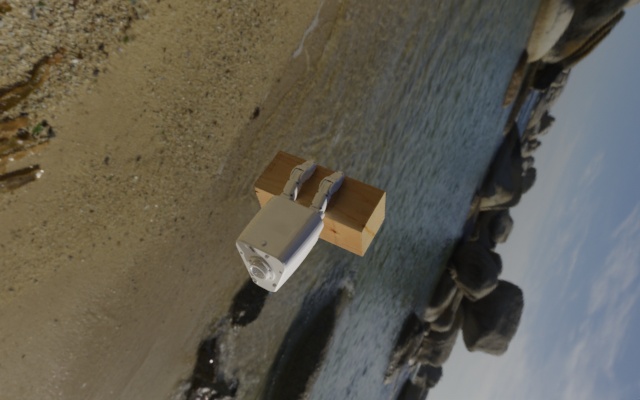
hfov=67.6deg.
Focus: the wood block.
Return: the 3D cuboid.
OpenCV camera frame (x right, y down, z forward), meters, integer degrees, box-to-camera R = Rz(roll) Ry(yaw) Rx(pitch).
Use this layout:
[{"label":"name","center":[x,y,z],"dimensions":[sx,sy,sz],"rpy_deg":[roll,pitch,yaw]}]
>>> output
[{"label":"wood block","center":[0.000,0.003,0.832],"dimensions":[0.206,0.090,0.091],"rpy_deg":[23,-28,19]}]
